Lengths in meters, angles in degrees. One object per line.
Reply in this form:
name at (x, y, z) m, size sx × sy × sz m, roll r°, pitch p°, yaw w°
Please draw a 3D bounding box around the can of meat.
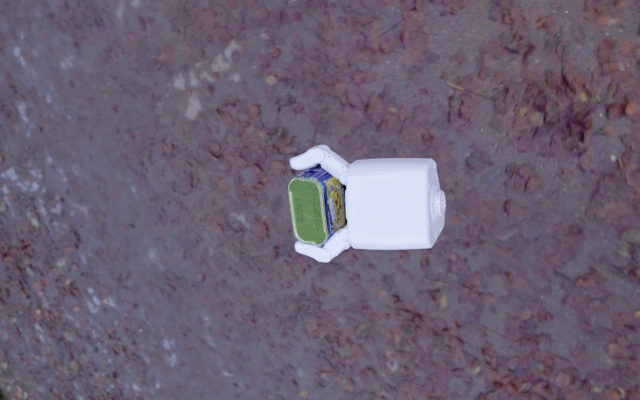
can of meat at (0.000, 0.002, 0.668) m, size 0.057 × 0.102 × 0.084 m, roll 2°, pitch 20°, yaw 26°
